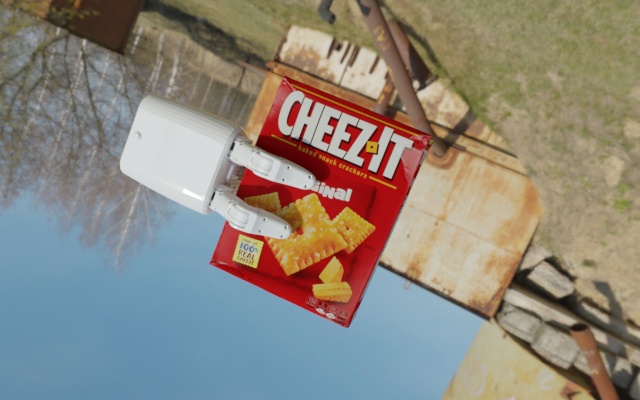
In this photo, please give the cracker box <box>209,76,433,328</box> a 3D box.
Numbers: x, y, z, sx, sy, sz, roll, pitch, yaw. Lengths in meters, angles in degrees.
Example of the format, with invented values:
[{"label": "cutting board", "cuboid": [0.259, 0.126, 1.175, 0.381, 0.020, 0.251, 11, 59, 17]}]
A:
[{"label": "cracker box", "cuboid": [0.000, 0.002, 0.504, 0.164, 0.214, 0.072, 24, 8, 10]}]
